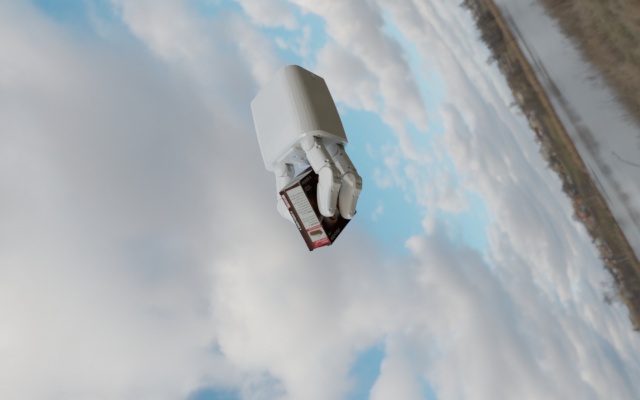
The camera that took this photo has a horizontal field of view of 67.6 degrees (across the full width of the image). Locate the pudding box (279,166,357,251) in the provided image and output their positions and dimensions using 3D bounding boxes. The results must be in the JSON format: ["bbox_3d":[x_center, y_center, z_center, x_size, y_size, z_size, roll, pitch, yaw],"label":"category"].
[{"bbox_3d":[0.000,0.002,0.630,0.039,0.090,0.113,-22,11,30],"label":"pudding box"}]
